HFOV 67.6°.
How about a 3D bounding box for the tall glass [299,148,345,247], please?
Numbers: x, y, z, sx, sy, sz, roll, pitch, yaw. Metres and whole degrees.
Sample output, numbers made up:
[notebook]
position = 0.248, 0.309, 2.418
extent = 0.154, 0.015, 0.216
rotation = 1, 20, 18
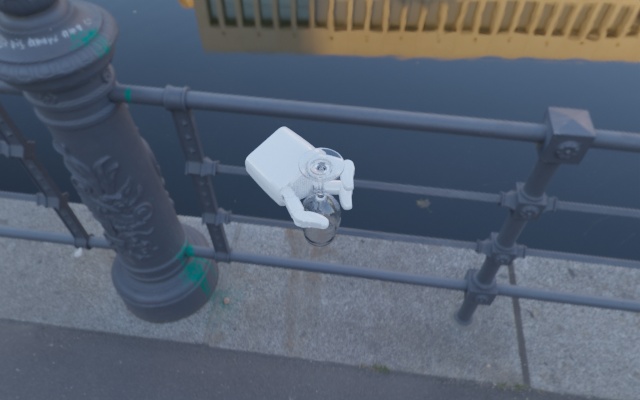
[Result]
[tall glass]
position = 0.000, 0.002, 0.845
extent = 0.079, 0.079, 0.201
rotation = 0, -38, -1
